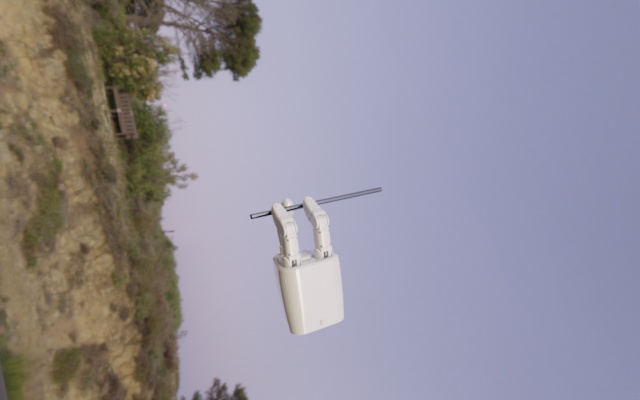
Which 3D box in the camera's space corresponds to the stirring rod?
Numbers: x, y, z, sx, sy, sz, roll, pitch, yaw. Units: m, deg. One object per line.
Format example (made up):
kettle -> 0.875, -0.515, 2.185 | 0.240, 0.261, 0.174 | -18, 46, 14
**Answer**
stirring rod -> 0.000, 0.003, 0.771 | 0.239, 0.011, 0.011 | -12, 5, -28
